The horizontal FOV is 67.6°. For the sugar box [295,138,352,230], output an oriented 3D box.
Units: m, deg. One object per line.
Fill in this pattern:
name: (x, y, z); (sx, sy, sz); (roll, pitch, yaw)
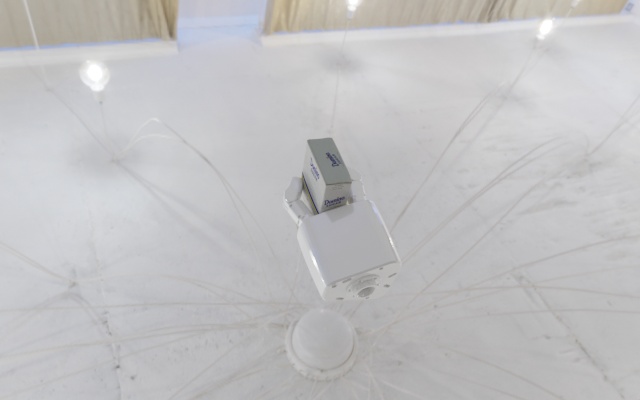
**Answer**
sugar box: (0.001, 0.002, 0.714); (0.048, 0.093, 0.176); (-6, -40, -19)
